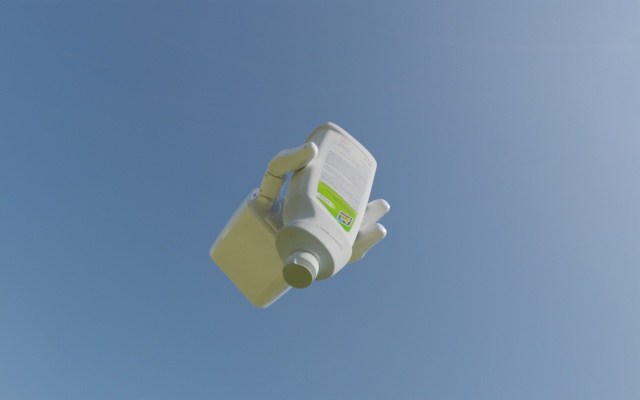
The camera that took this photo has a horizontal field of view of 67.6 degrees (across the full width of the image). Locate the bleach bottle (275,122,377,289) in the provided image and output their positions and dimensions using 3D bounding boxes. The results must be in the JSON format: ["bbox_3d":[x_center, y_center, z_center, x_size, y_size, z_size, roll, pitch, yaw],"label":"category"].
[{"bbox_3d":[0.000,0.002,0.531,0.102,0.068,0.250,38,31,-8],"label":"bleach bottle"}]
